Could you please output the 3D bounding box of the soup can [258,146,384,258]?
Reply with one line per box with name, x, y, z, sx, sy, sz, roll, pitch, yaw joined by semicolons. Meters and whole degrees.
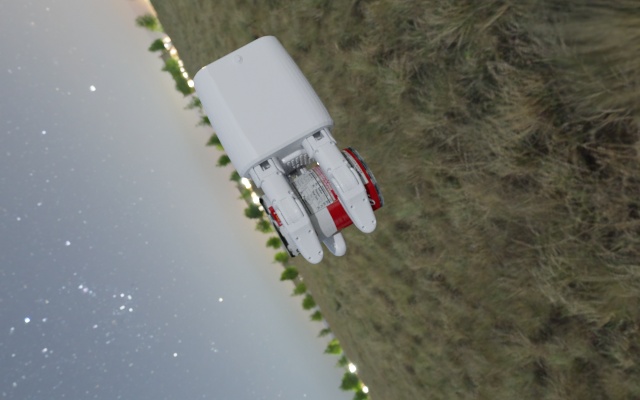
soup can;0.000;0.002;0.459;0.102;0.068;0.068;-30;3;-6
